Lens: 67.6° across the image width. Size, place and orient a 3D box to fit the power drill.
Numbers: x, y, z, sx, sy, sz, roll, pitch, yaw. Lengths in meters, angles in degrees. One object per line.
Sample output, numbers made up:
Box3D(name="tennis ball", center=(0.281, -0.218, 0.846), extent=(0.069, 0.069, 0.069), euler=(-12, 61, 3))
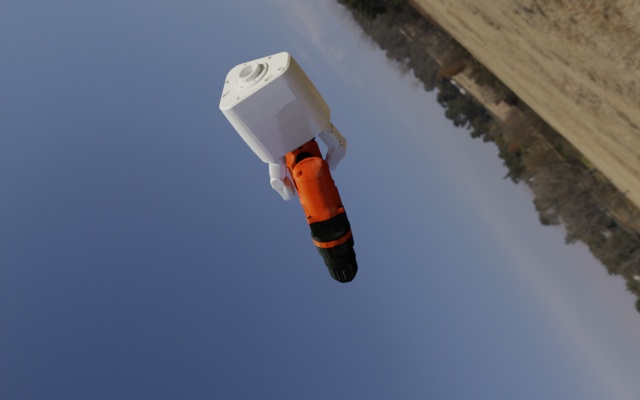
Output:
Box3D(name="power drill", center=(0.000, 0.002, 0.674), extent=(0.057, 0.184, 0.187), euler=(-18, 27, -4))
